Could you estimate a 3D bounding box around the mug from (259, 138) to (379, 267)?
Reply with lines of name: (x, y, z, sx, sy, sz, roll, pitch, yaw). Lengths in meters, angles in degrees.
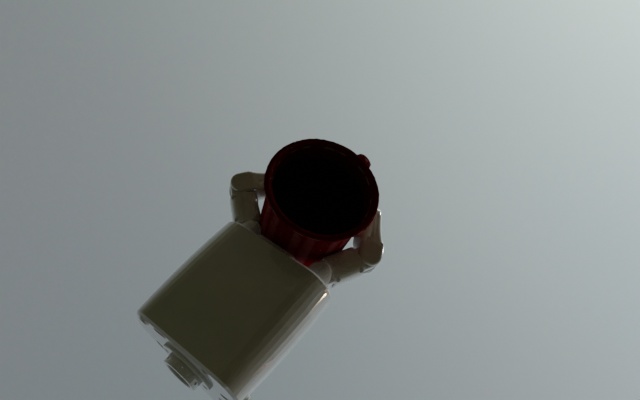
mug: (0.001, 0.001, 0.414, 0.117, 0.093, 0.081, -43, -10, -31)
